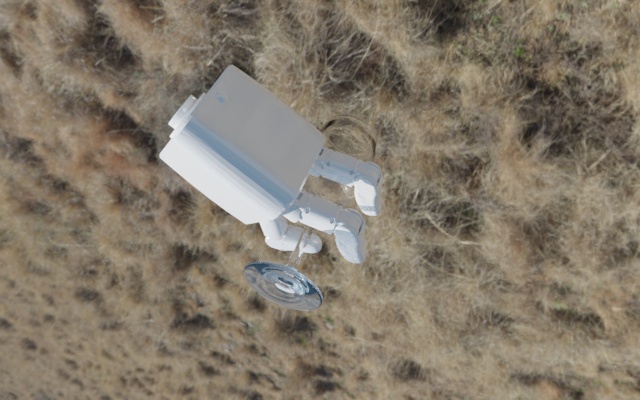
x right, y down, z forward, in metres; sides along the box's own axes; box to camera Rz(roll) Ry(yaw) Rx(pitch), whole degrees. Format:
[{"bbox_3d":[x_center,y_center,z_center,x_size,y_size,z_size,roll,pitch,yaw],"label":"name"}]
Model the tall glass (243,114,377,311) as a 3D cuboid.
[{"bbox_3d":[0.000,0.002,0.471,0.079,0.201,0.079,16,-36,12],"label":"tall glass"}]
